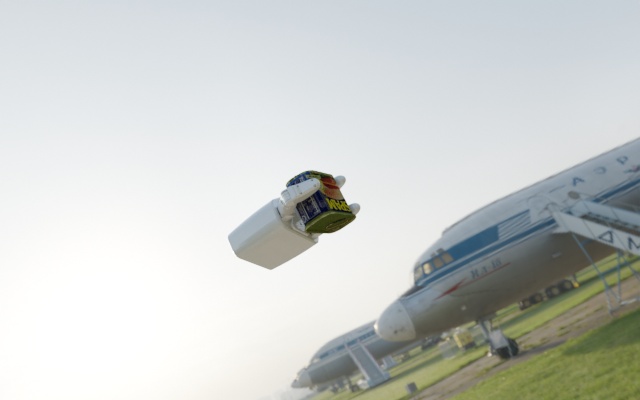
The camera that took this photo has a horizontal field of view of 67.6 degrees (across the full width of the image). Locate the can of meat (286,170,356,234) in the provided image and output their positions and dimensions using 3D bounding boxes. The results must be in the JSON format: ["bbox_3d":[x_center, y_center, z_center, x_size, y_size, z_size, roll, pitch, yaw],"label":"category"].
[{"bbox_3d":[0.000,0.002,0.756,0.057,0.084,0.102,-36,-22,23],"label":"can of meat"}]
